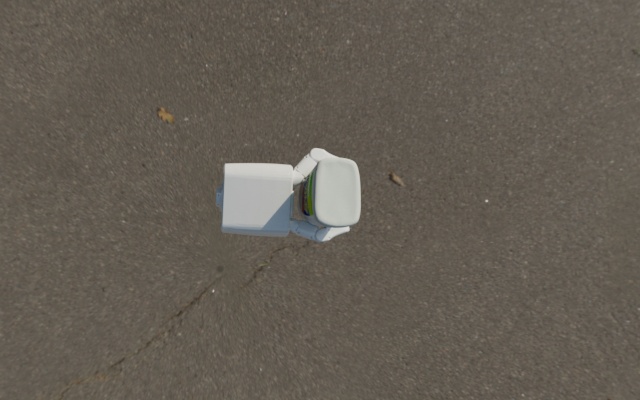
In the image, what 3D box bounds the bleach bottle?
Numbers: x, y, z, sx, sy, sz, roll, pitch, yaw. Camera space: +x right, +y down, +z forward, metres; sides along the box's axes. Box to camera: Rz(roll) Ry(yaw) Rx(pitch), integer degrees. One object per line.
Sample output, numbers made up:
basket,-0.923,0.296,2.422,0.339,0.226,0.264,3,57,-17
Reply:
bleach bottle,0.000,0.002,0.780,0.068,0.102,0.251,2,-8,-11
